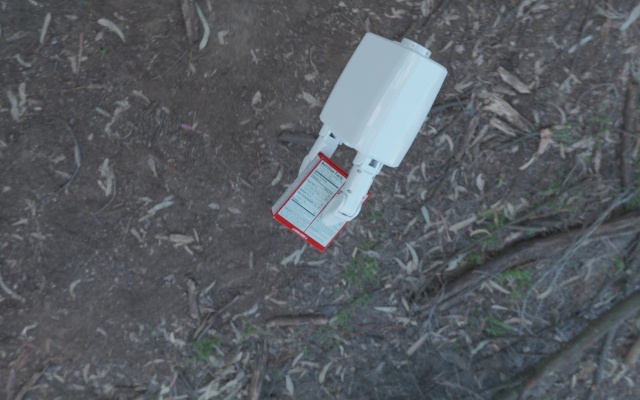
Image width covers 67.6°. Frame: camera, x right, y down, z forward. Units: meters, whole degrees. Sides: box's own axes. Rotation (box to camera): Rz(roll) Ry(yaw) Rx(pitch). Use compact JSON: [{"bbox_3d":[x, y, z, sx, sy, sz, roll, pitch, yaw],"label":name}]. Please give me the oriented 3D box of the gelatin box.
[{"bbox_3d":[0.000,0.002,0.533,0.073,0.089,0.030,37,8,-21],"label":"gelatin box"}]
